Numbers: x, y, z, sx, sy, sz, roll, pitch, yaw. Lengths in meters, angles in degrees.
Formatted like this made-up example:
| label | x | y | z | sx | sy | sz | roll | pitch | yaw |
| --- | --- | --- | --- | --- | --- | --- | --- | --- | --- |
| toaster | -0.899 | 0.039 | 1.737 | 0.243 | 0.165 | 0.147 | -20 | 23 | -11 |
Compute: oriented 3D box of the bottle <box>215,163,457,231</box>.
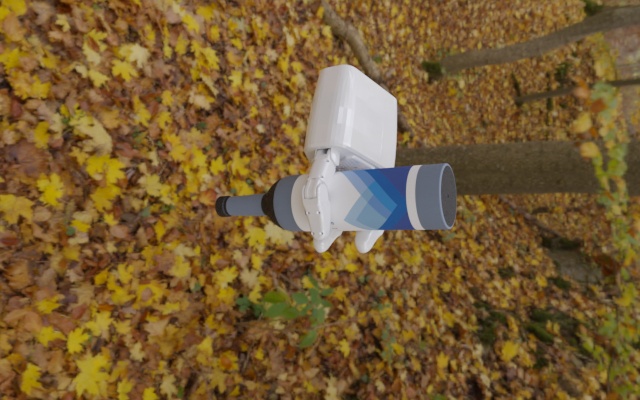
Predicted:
| label | x | y | z | sx | sy | sz | roll | pitch | yaw |
| --- | --- | --- | --- | --- | --- | --- | --- | --- | --- |
| bottle | 0.000 | 0.002 | 0.549 | 0.296 | 0.069 | 0.069 | -3 | -1 | 29 |
